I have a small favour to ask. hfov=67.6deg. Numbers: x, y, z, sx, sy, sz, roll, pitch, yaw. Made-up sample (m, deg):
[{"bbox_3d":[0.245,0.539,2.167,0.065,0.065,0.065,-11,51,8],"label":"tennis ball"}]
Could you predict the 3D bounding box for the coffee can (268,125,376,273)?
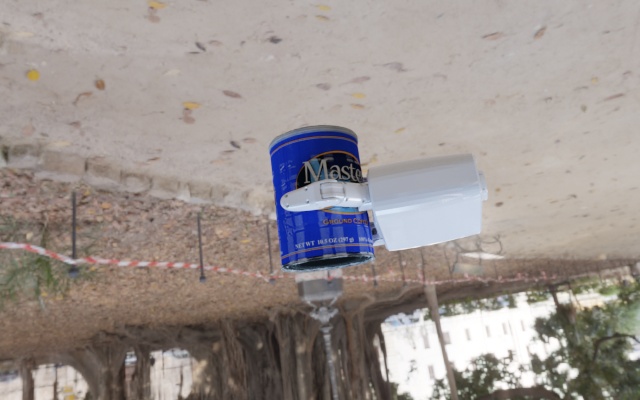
[{"bbox_3d":[0.000,0.002,0.529,0.103,0.140,0.103,-7,-14,-2],"label":"coffee can"}]
